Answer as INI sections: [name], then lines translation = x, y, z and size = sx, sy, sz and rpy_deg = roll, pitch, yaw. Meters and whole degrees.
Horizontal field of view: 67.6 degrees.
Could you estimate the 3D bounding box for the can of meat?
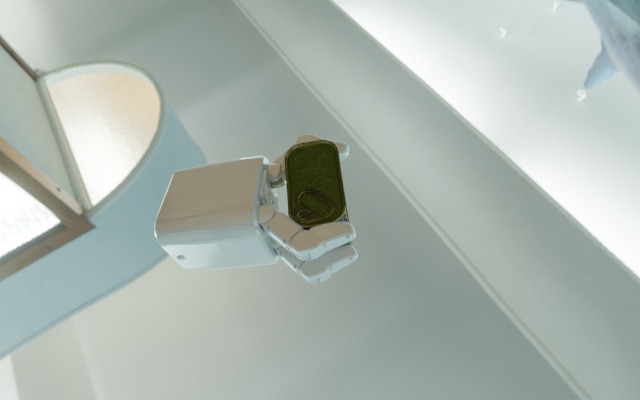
[can of meat]
translation = 0.000, 0.002, 0.512
size = 0.057, 0.102, 0.084
rpy_deg = -10, -32, 5
